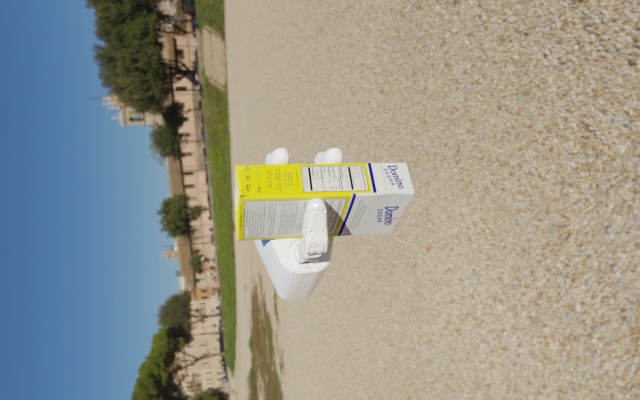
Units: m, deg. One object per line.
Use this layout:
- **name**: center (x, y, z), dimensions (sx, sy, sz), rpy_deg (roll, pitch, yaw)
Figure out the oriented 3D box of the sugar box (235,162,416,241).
- **sugar box**: center (0.000, 0.001, 0.503), dimensions (0.176, 0.048, 0.093), rpy_deg (-3, -30, -13)
